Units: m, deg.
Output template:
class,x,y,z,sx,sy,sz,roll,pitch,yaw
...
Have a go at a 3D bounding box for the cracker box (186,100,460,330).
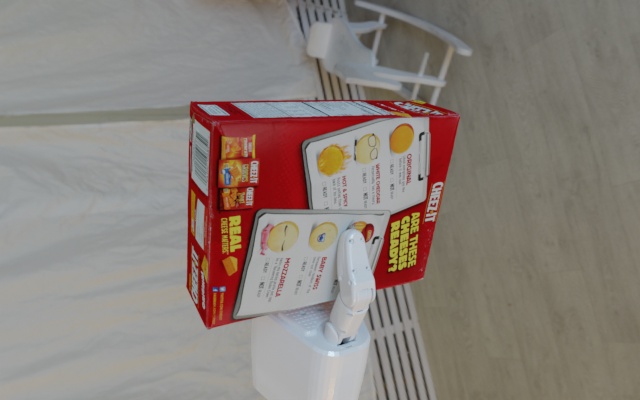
class,x,y,z,sx,sy,sz,roll,pitch,yaw
cracker box,0.000,0.001,0.400,0.213,0.164,0.072,-7,27,-29
